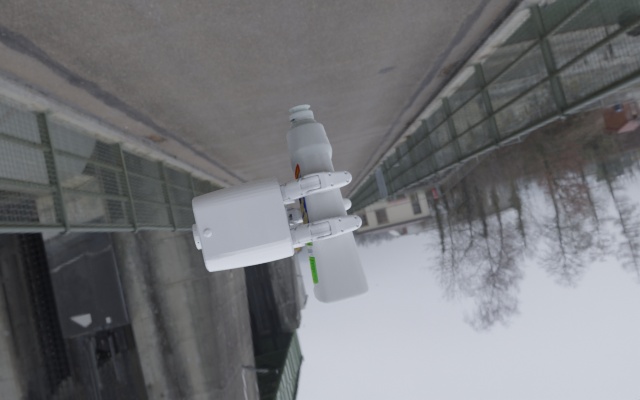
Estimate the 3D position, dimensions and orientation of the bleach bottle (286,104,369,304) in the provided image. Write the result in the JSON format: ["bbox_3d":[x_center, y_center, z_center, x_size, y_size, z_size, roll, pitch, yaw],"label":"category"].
[{"bbox_3d":[0.000,0.002,0.624,0.068,0.251,0.102,-13,-3,-8],"label":"bleach bottle"}]
